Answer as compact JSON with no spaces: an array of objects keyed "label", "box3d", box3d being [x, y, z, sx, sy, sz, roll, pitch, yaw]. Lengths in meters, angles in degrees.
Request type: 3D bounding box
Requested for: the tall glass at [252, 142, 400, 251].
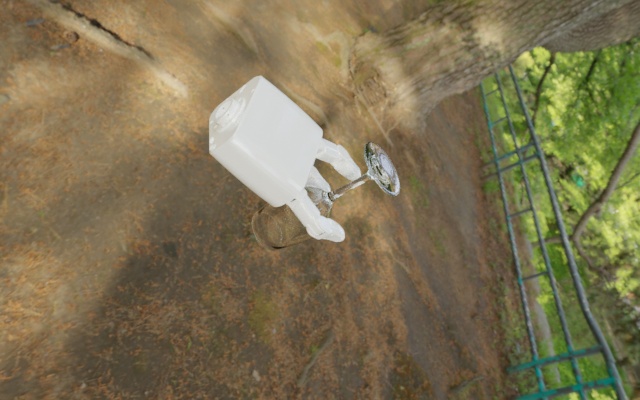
[{"label":"tall glass","box3d":[0.001,0.002,0.631,0.201,0.079,0.079,-29,-15,30]}]
